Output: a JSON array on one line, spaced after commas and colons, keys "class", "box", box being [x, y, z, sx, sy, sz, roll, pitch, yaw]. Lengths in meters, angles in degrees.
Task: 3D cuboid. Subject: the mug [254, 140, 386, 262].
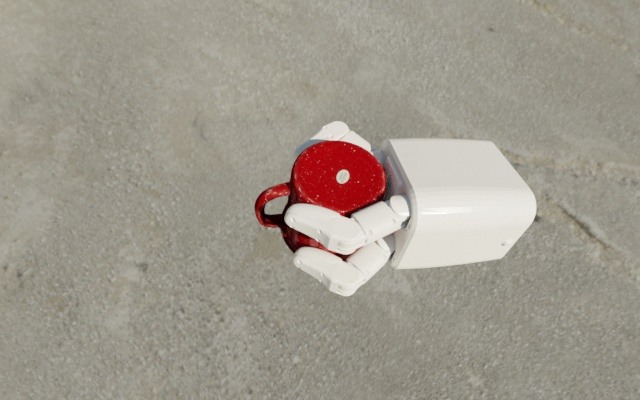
[{"class": "mug", "box": [-0.001, 0.001, 0.426, 0.117, 0.093, 0.082, -2, -35, -9]}]
